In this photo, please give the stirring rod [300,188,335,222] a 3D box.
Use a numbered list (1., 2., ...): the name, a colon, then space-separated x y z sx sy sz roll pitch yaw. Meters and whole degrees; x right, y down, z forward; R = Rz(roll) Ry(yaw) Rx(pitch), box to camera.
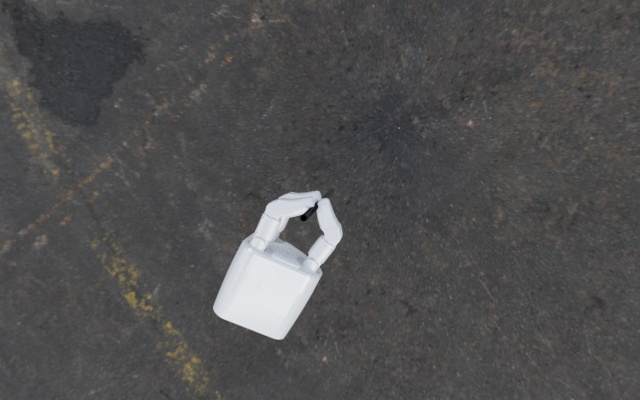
1. stirring rod: 0.000 0.002 0.655 0.011 0.011 0.239 0 8 9
